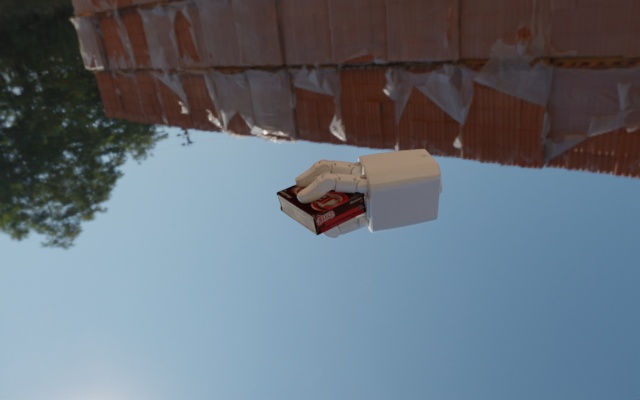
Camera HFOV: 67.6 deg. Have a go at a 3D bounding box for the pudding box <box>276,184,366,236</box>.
[{"bbox_3d":[0.000,0.002,0.718,0.090,0.039,0.113,-23,28,-26],"label":"pudding box"}]
